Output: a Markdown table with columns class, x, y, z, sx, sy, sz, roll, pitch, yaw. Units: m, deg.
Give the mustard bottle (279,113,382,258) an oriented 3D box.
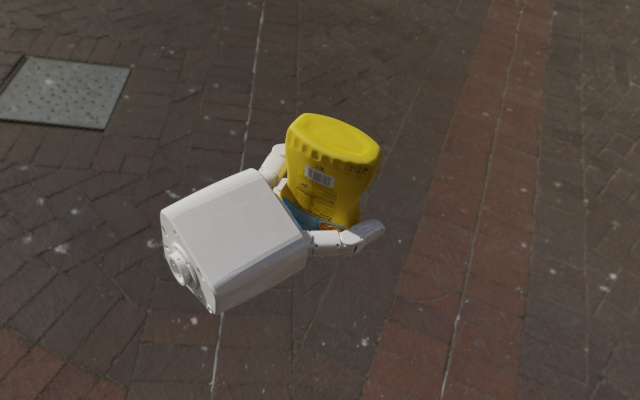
| class | x | y | z | sx | sy | sz | roll | pitch | yaw |
| --- | --- | --- | --- | --- | --- | --- | --- | --- | --- |
| mustard bottle | 0.000 | 0.001 | 0.533 | 0.096 | 0.192 | 0.058 | 25 | 47 | 11 |
